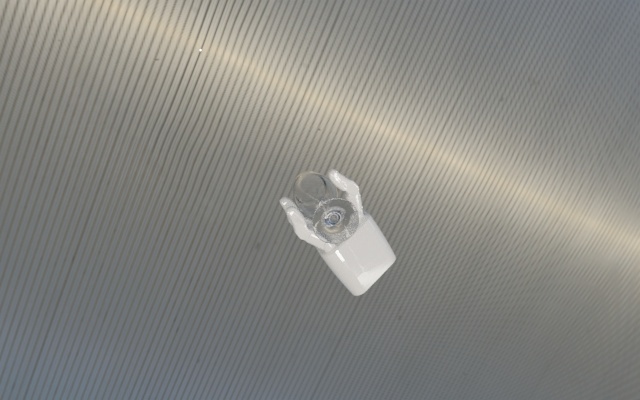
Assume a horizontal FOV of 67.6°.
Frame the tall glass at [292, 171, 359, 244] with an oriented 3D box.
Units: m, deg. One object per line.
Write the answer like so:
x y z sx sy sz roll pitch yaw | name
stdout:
0.000 0.003 0.813 0.079 0.079 0.201 0 17 -14 | tall glass
